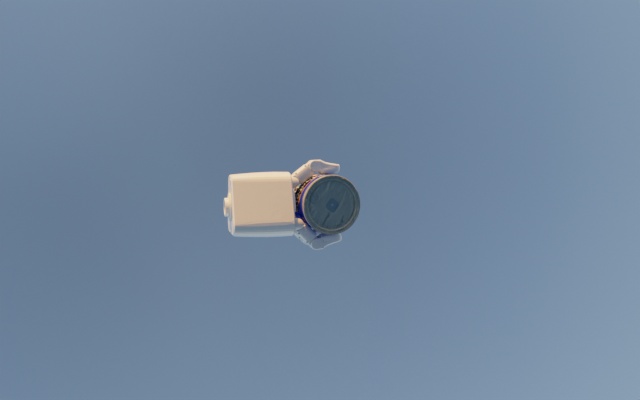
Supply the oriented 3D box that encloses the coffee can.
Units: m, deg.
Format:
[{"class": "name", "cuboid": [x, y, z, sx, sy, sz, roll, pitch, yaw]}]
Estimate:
[{"class": "coffee can", "cuboid": [0.000, 0.003, 0.879, 0.103, 0.103, 0.140, 0, 4, -17]}]
